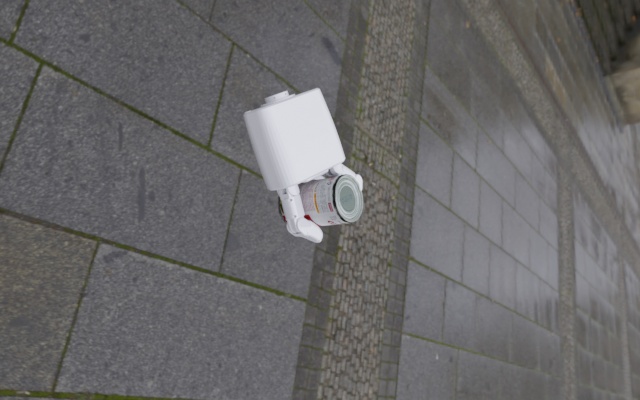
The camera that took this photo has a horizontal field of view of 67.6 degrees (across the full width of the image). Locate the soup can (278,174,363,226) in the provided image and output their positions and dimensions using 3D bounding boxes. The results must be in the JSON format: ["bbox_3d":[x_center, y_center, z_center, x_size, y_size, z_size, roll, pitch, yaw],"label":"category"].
[{"bbox_3d":[0.000,0.003,0.668,0.102,0.068,0.068,-8,-5,39],"label":"soup can"}]
